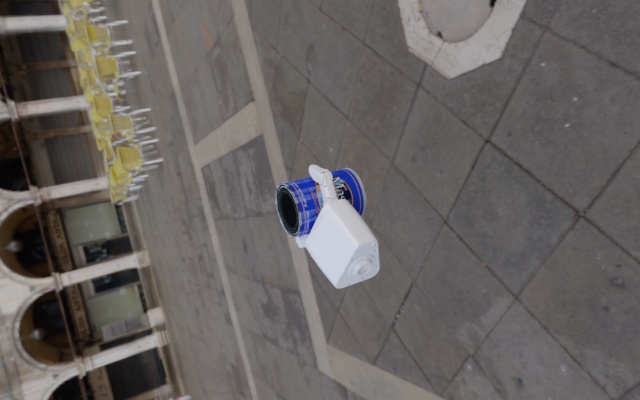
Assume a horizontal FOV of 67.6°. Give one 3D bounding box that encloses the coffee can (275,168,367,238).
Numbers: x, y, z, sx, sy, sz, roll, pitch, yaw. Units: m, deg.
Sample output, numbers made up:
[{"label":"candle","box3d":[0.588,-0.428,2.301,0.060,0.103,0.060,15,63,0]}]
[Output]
[{"label":"coffee can","box3d":[0.000,0.003,0.891,0.140,0.103,0.103,-15,6,-26]}]
